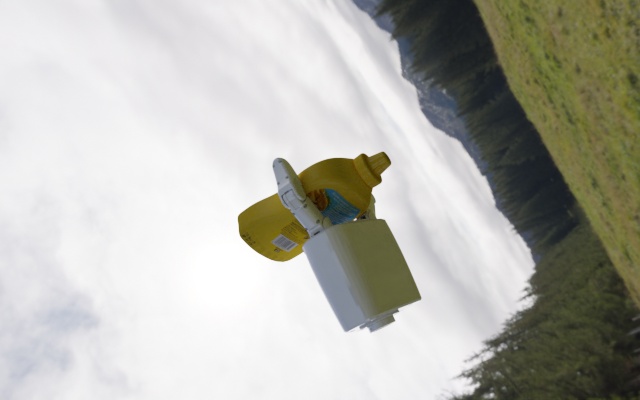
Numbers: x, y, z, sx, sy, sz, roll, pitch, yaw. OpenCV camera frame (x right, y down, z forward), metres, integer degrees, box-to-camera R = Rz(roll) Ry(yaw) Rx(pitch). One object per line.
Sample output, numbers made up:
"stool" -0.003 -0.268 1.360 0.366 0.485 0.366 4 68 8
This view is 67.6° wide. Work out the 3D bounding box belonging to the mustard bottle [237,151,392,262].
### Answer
"mustard bottle" 0.000 0.002 0.564 0.192 0.058 0.096 -33 -45 21
